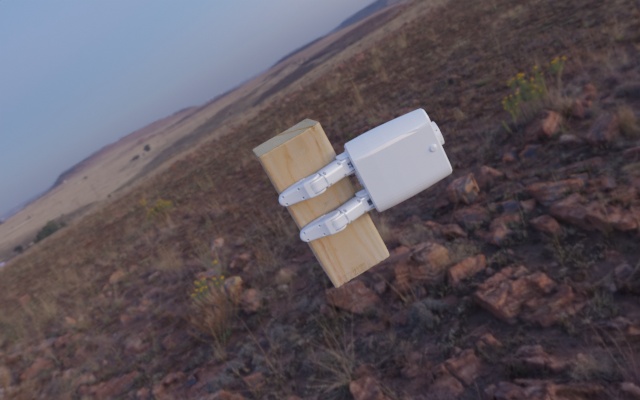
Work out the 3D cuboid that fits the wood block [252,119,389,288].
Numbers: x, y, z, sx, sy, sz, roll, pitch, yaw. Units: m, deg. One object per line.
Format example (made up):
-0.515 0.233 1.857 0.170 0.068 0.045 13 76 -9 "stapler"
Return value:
0.000 0.002 0.655 0.090 0.206 0.091 -31 17 -4 "wood block"
